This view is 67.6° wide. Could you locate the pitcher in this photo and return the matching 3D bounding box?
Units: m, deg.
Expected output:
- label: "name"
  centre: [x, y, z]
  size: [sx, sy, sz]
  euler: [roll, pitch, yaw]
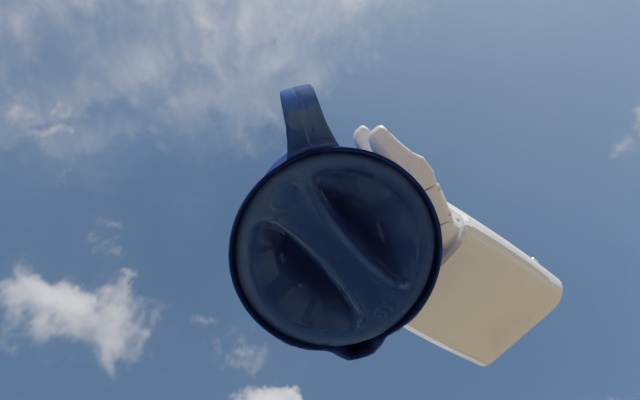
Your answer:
- label: "pitcher"
  centre: [0.000, 0.001, 0.403]
  size: [0.145, 0.149, 0.242]
  euler: [29, 8, -10]
